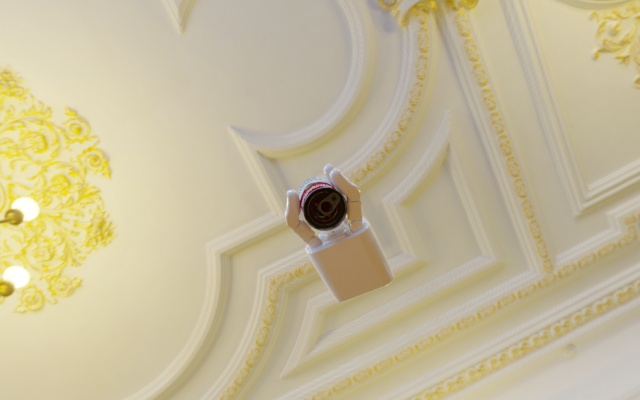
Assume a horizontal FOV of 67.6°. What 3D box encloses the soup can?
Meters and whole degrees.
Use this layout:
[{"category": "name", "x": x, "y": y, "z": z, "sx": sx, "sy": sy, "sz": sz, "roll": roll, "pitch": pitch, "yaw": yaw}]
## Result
[{"category": "soup can", "x": 0.000, "y": 0.002, "z": 0.767, "sx": 0.068, "sy": 0.068, "sz": 0.102, "roll": 0, "pitch": 13, "yaw": -9}]
